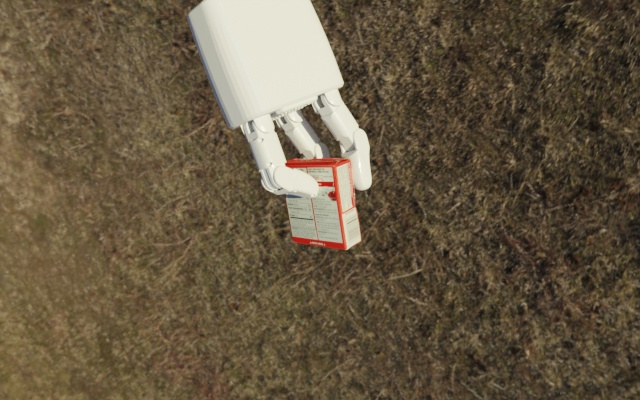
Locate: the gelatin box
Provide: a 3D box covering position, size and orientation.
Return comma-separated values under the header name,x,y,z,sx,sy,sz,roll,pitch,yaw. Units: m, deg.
name,x,y,z,sx,sy,sz,roll,pitch,yaw
gelatin box,0.000,0.002,0.486,0.073,0.089,0.030,3,18,40
